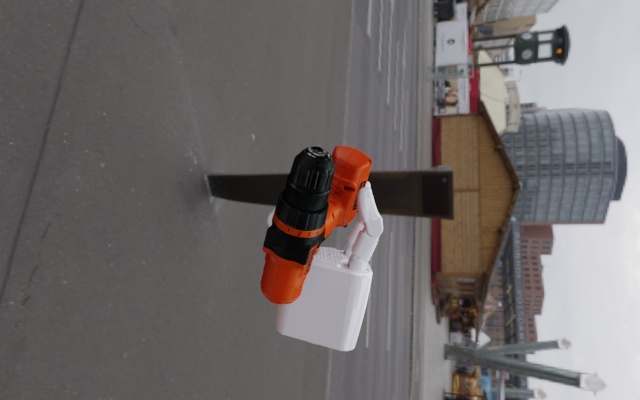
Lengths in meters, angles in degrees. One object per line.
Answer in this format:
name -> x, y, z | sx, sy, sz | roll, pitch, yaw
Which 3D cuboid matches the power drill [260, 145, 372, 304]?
power drill -> 0.000, 0.002, 0.537 | 0.057, 0.184, 0.187 | 26, 32, 12
